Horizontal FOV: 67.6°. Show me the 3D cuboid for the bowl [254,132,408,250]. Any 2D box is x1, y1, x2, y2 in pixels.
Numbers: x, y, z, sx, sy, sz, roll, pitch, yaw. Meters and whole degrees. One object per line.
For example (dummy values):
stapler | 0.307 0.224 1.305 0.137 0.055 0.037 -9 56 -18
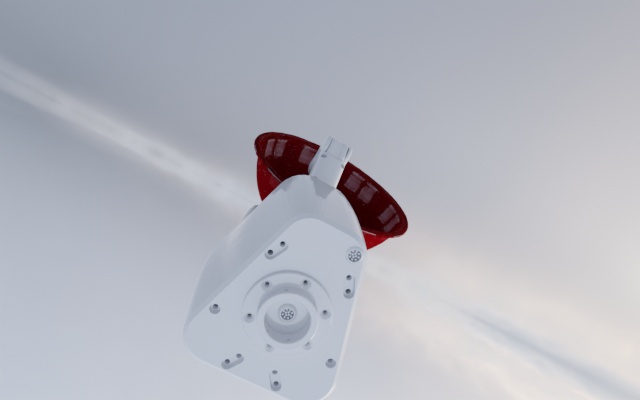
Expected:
bowl | 0.000 0.001 0.451 0.162 0.055 0.162 27 22 -12
